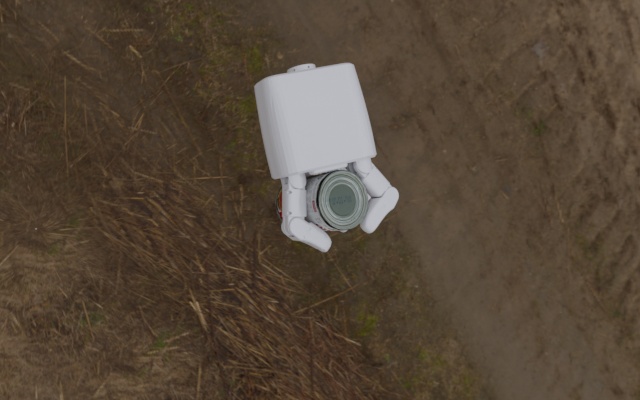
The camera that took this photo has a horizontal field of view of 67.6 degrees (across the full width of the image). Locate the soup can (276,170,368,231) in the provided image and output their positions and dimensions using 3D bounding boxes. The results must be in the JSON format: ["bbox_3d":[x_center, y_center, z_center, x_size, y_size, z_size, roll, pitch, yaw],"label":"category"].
[{"bbox_3d":[0.000,0.002,0.555,0.068,0.068,0.102,0,-3,-31],"label":"soup can"}]
